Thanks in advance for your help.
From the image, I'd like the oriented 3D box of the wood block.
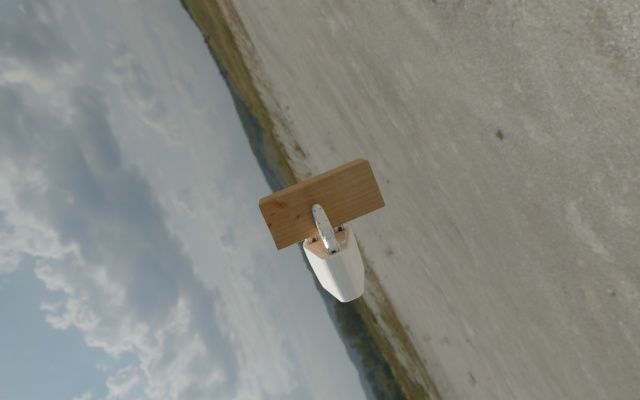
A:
[{"bbox_3d":[0.000,0.003,0.871,0.206,0.090,0.091,-23,10,-2],"label":"wood block"}]
